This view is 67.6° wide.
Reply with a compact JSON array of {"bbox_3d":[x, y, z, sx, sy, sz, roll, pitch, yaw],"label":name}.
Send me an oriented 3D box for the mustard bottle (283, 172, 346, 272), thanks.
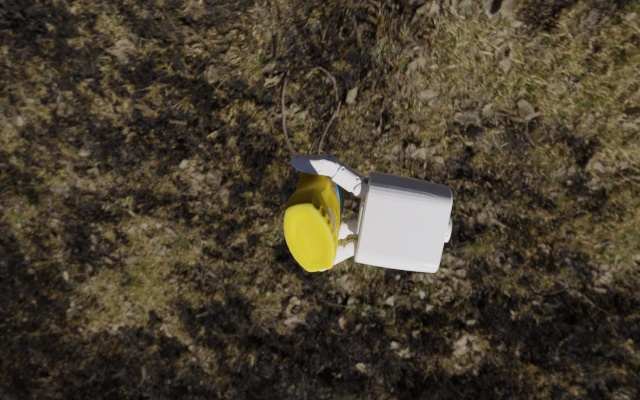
[{"bbox_3d":[0.000,0.002,0.635,0.058,0.096,0.191,-13,25,16],"label":"mustard bottle"}]
